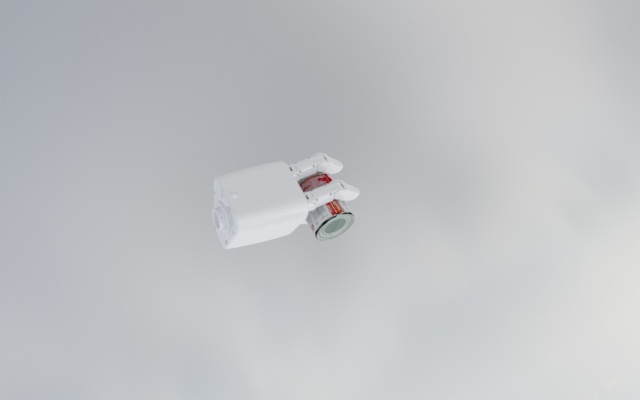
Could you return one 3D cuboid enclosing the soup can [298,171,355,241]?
[{"bbox_3d":[0.001,0.003,0.735,0.068,0.102,0.068,-23,-29,-14],"label":"soup can"}]
